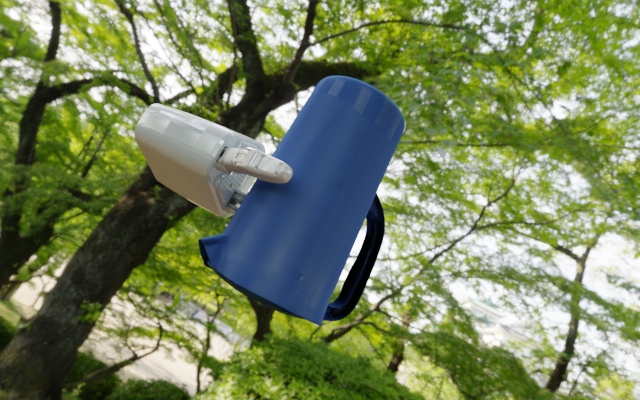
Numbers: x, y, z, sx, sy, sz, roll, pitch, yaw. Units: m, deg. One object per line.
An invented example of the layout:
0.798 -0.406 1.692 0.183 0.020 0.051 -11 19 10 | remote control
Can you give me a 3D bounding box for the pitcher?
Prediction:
0.000 0.002 0.506 0.145 0.242 0.149 24 -13 19 | pitcher
